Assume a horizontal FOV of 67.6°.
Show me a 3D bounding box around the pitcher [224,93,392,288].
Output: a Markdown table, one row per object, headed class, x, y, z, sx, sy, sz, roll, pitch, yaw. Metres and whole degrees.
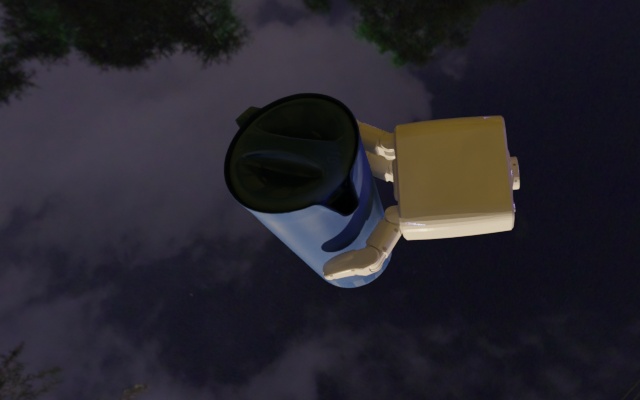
| class | x | y | z | sx | sy | sz | roll | pitch | yaw |
| --- | --- | --- | --- | --- | --- | --- | --- | --- | --- |
| pitcher | 0.000 | 0.002 | 0.534 | 0.145 | 0.149 | 0.243 | -6 | -31 | 17 |
